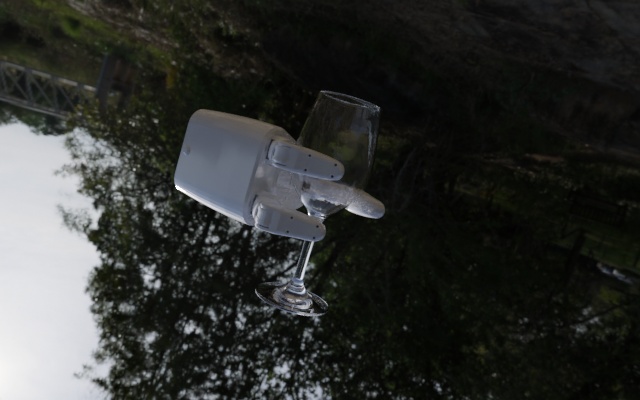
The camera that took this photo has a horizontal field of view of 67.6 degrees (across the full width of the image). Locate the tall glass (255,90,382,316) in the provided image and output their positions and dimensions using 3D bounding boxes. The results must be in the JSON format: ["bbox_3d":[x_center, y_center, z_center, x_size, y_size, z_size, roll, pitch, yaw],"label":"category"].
[{"bbox_3d":[0.000,0.002,0.456,0.079,0.201,0.079,17,6,-2],"label":"tall glass"}]
